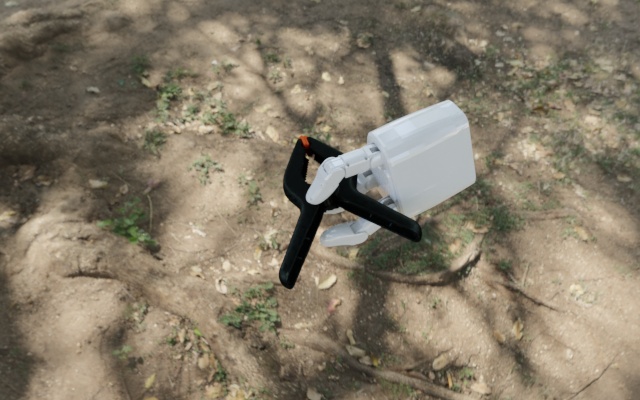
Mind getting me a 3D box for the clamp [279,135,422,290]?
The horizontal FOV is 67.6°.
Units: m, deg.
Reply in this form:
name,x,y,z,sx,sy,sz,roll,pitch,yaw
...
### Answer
name,x,y,z,sx,sy,sz,roll,pitch,yaw
clamp,0.000,0.001,0.575,0.164,0.209,0.036,-25,-38,-7
